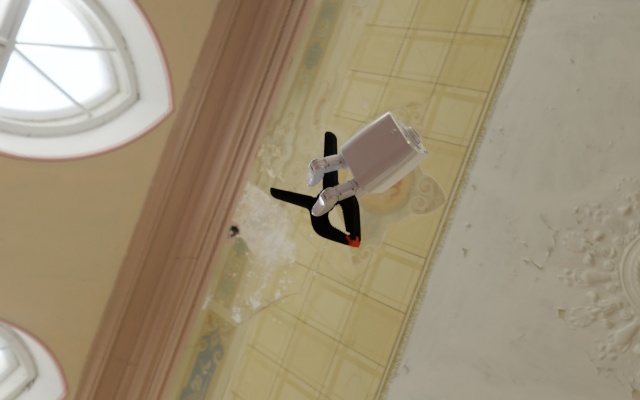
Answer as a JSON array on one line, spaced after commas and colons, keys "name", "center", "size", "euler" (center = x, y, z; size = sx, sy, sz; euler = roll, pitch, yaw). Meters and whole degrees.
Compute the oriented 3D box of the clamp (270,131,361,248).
[{"name": "clamp", "center": [0.001, 0.003, 0.835], "size": [0.164, 0.210, 0.036], "euler": [-38, -30, 21]}]
